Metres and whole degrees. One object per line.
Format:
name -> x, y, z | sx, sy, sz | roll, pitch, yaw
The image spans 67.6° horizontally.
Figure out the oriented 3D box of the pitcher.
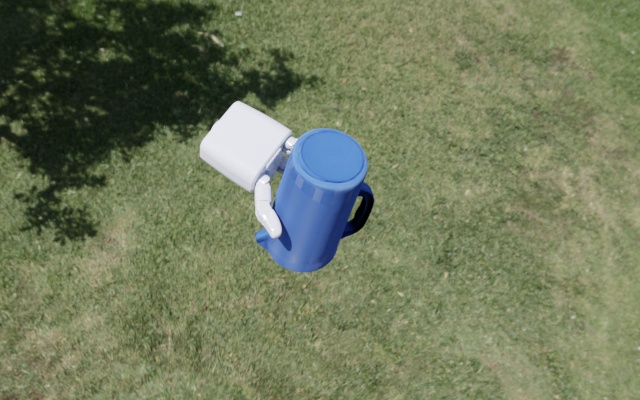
pitcher -> 0.000, 0.002, 0.747 | 0.145, 0.149, 0.243 | 34, -34, 9
